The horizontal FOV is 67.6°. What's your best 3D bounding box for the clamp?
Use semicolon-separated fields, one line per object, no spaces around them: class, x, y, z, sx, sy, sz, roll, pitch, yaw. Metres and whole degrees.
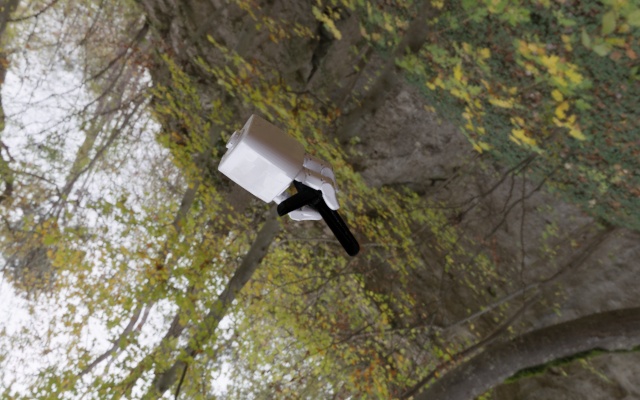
clamp;-0.001;0.003;0.845;0.164;0.036;0.209;36;26;-20
